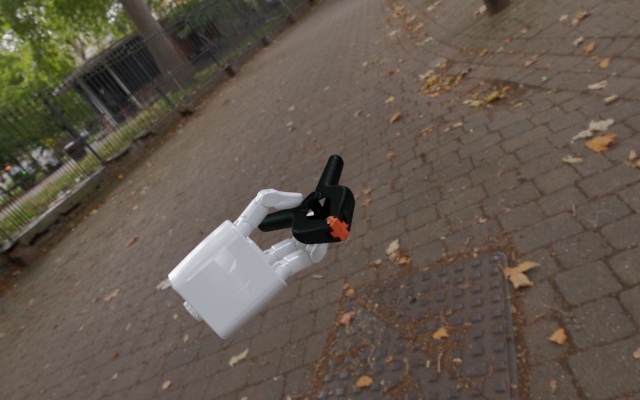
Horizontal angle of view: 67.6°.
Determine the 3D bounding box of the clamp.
[{"bbox_3d":[0.000,0.002,0.650,0.164,0.036,0.210,-44,22,-9],"label":"clamp"}]
